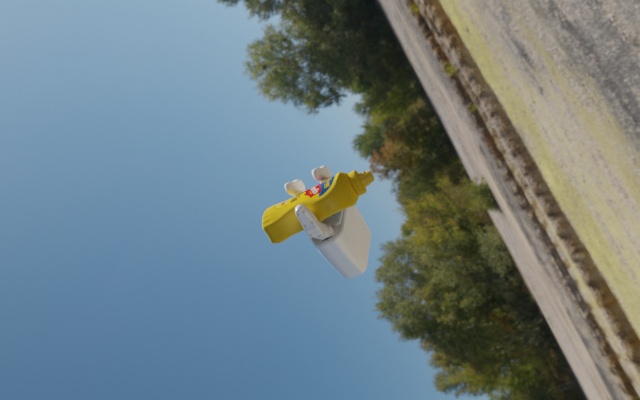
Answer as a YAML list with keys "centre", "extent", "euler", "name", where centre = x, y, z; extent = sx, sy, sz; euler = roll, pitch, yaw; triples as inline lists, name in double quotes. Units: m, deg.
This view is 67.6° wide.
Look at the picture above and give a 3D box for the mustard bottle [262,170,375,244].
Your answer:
- centre: [0.000, 0.002, 0.783]
  extent: [0.191, 0.058, 0.096]
  euler: [-26, 12, 15]
  name: "mustard bottle"
